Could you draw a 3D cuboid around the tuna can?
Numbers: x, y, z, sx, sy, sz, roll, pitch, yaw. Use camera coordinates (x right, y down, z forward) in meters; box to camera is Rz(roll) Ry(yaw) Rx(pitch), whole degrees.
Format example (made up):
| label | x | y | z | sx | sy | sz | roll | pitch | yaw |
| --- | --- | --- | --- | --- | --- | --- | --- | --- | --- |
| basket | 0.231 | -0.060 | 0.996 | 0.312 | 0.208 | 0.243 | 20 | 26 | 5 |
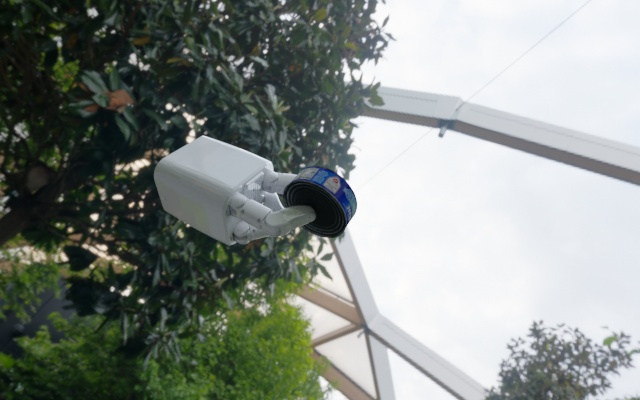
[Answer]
| label | x | y | z | sx | sy | sz | roll | pitch | yaw |
| --- | --- | --- | --- | --- | --- | --- | --- | --- | --- |
| tuna can | 0.000 | 0.002 | 0.566 | 0.086 | 0.086 | 0.033 | 0 | 38 | 40 |
